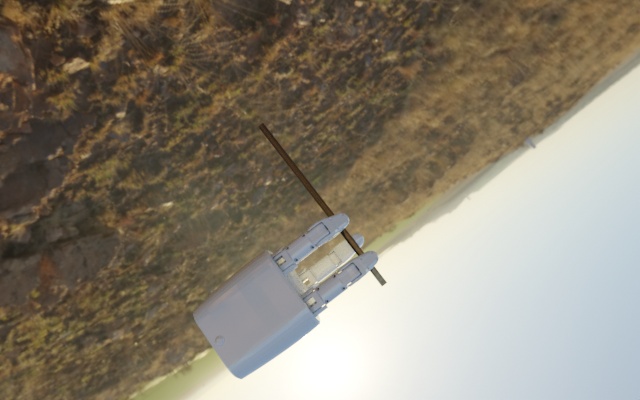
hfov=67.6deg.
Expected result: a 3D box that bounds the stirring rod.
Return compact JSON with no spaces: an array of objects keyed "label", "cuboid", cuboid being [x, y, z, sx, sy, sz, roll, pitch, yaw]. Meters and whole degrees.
[{"label":"stirring rod","cuboid":[0.000,0.002,0.562,0.011,0.239,0.011,-36,-10,-8]}]
